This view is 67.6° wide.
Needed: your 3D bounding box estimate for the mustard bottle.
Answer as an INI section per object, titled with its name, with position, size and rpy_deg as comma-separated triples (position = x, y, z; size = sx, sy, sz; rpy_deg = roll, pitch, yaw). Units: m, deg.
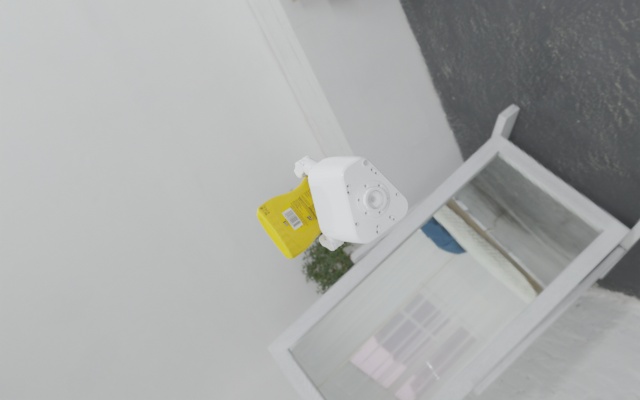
[mustard bottle]
position = 0.000, 0.003, 0.765
size = 0.191, 0.096, 0.058
rpy_deg = -35, -9, -18
